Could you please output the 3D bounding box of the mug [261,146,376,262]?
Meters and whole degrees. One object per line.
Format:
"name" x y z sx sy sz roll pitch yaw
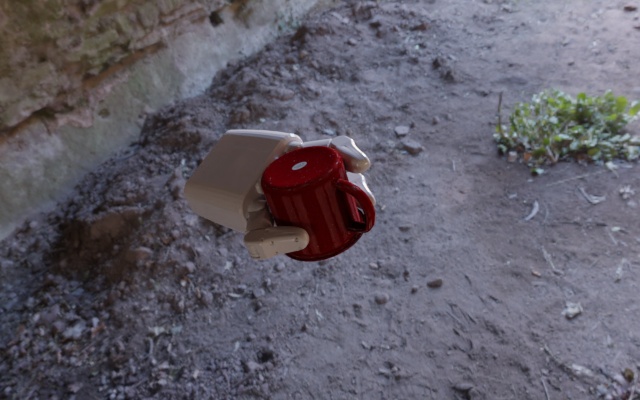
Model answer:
"mug" 0.001 0.002 0.464 0.117 0.081 0.093 12 44 39
